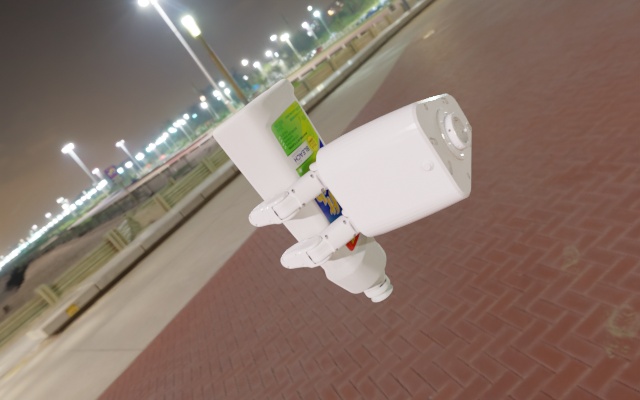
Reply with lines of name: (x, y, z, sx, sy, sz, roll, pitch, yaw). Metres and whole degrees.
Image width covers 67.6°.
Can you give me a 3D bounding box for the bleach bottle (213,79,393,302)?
bleach bottle: (0.000, 0.002, 0.508, 0.068, 0.251, 0.102, -25, 19, 36)
